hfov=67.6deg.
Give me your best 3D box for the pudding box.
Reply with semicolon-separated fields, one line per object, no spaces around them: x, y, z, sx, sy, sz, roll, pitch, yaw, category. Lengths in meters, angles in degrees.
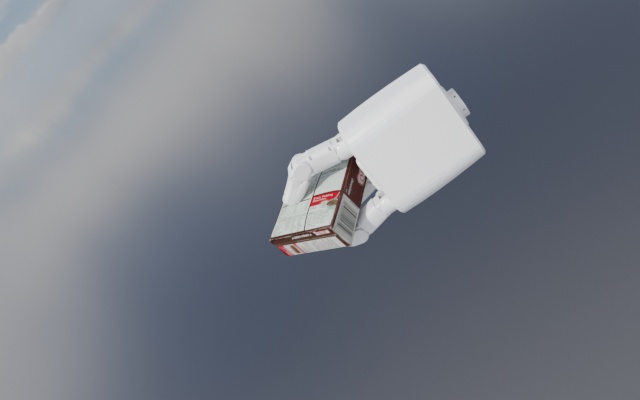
0.000;0.002;0.532;0.090;0.113;0.039;-15;-47;37;pudding box
